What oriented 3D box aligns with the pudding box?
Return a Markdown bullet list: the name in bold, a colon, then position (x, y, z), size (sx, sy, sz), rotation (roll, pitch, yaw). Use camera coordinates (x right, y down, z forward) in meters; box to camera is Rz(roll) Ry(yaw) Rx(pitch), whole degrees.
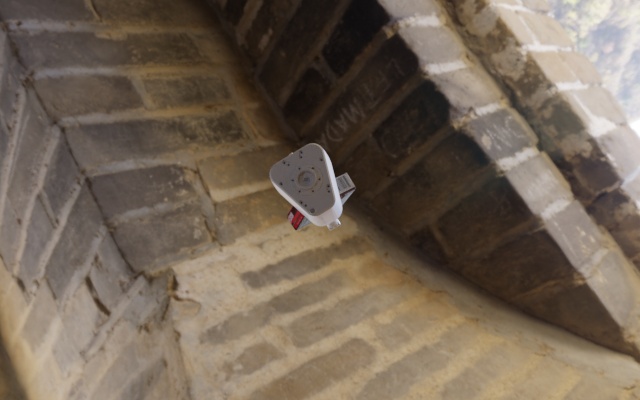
- **pudding box**: position (0.000, 0.003, 0.876), size (0.113, 0.039, 0.090), rotation (-24, -15, -27)
